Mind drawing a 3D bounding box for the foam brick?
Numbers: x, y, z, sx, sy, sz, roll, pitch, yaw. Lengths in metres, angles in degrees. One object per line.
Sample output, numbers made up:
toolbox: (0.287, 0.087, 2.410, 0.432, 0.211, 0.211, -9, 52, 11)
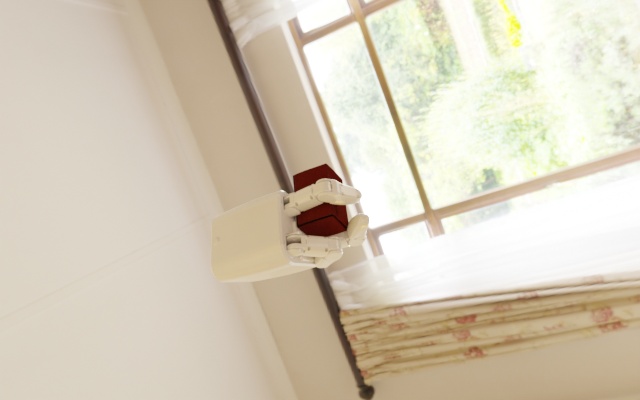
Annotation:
foam brick: (0.000, 0.002, 0.615, 0.051, 0.078, 0.053, -18, -32, 20)
